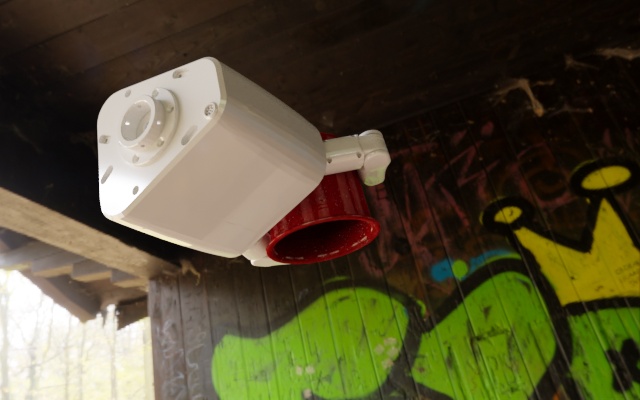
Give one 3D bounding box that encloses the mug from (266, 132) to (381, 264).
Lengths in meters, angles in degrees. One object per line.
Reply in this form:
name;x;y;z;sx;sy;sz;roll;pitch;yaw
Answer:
mug;0.001;0.002;0.406;0.093;0.081;0.117;-24;-27;22
